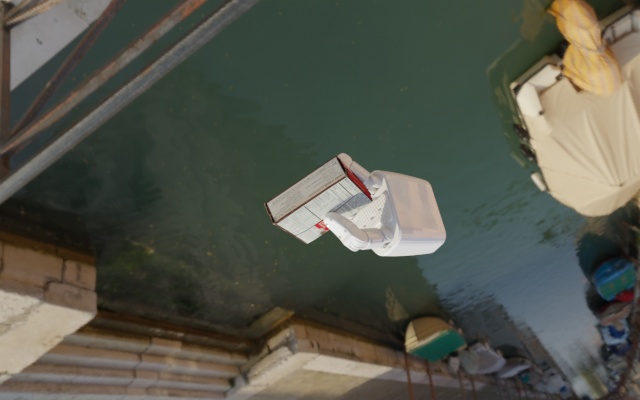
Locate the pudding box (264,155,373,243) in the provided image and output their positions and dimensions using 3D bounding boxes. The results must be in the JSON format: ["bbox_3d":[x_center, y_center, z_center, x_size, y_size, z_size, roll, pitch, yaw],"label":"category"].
[{"bbox_3d":[0.000,0.002,0.610,0.113,0.039,0.090,-35,-33,11],"label":"pudding box"}]
